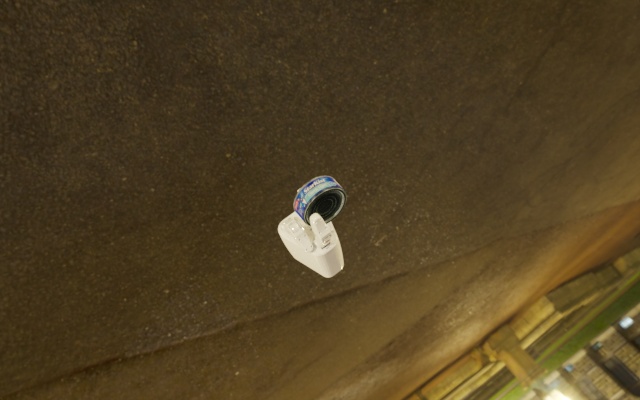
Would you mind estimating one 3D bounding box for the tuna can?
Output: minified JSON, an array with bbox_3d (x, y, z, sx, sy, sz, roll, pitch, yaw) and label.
[{"bbox_3d":[0.000,0.003,0.790,0.086,0.086,0.033,0,38,-42],"label":"tuna can"}]
